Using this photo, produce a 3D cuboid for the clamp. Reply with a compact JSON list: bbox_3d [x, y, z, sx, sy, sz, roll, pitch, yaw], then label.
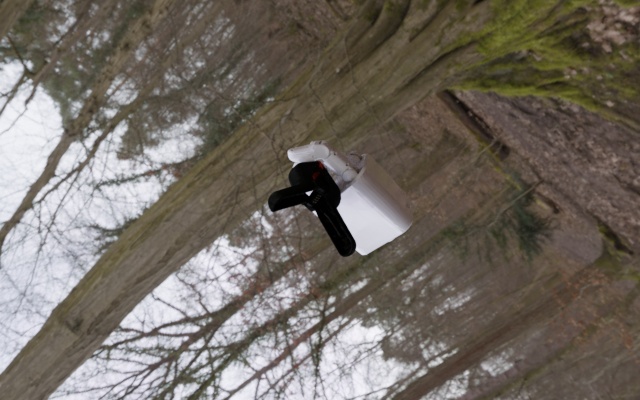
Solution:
[{"bbox_3d":[0.000,0.002,0.613,0.039,0.120,0.171,-42,12,24],"label":"clamp"}]
